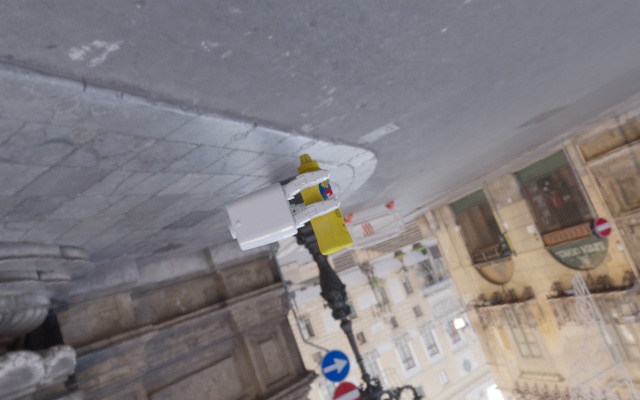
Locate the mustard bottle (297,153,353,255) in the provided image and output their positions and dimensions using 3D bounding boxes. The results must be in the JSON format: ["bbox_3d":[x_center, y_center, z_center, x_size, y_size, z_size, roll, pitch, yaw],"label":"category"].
[{"bbox_3d":[0.001,0.003,0.891,0.058,0.191,0.096,-24,-9,18],"label":"mustard bottle"}]
